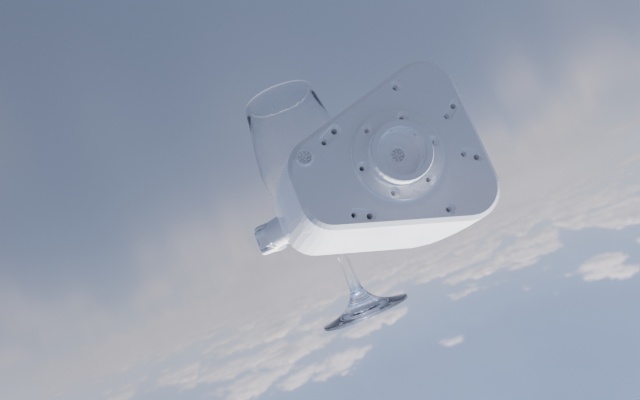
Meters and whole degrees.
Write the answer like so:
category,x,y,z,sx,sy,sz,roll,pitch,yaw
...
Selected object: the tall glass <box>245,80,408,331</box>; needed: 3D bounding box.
category,x,y,z,sx,sy,sz,roll,pitch,yaw
tall glass,0.000,0.002,0.406,0.079,0.201,0.079,-22,-8,-3
